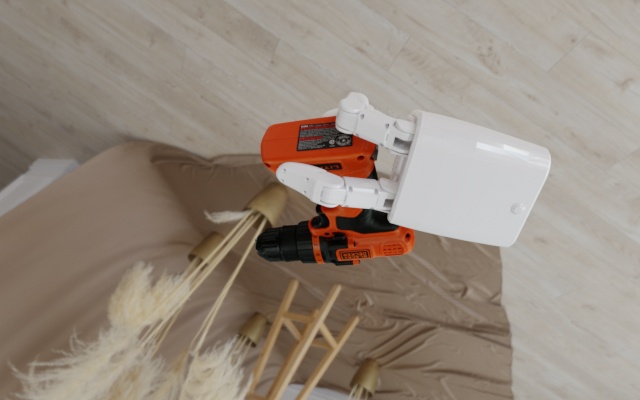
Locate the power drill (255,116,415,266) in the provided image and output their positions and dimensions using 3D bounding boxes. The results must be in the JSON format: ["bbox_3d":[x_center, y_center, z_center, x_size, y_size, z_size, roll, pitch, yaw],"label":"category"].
[{"bbox_3d":[0.000,0.001,0.497,0.184,0.057,0.188,-7,-39,10],"label":"power drill"}]
